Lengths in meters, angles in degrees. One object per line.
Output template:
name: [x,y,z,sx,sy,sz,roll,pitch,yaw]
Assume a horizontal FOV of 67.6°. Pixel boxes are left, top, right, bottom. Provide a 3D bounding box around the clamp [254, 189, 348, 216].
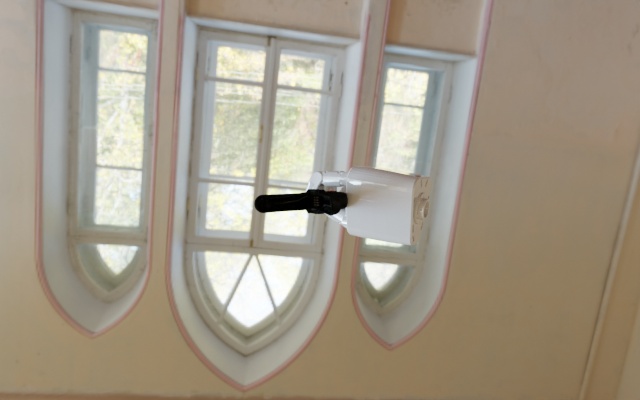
clamp: [0.000,0.003,0.684,0.120,0.039,0.171,9,10,28]
